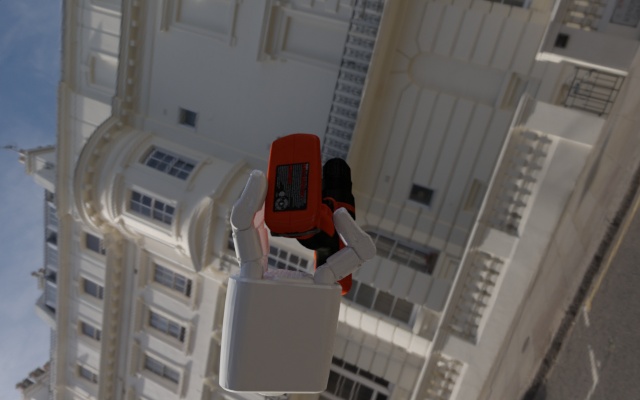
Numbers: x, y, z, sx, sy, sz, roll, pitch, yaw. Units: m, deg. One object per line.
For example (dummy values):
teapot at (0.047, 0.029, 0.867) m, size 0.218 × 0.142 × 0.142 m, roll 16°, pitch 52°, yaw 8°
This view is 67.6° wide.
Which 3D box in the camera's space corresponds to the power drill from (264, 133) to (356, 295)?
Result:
power drill at (0.000, 0.002, 0.547) m, size 0.057 × 0.184 × 0.188 m, roll -7°, pitch -25°, yaw 17°
